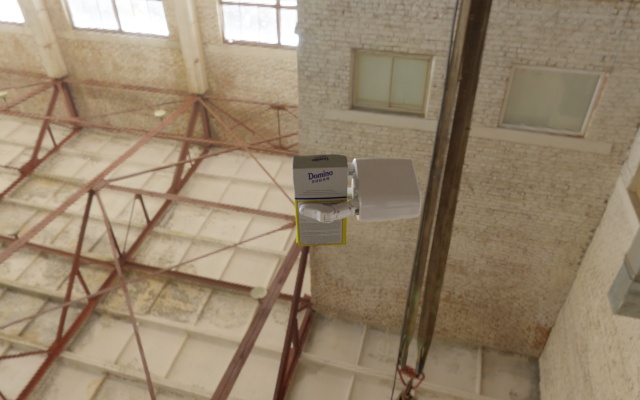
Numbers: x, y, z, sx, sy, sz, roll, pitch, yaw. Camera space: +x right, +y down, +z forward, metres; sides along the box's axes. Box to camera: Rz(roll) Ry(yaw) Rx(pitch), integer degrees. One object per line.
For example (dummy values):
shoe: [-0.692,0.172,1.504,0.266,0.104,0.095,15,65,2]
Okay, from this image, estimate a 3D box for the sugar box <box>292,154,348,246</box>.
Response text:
sugar box: [0.000,0.002,0.838,0.093,0.176,0.048,-1,36,-1]
